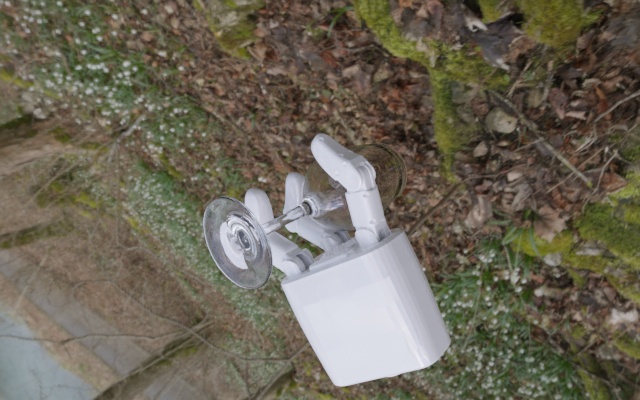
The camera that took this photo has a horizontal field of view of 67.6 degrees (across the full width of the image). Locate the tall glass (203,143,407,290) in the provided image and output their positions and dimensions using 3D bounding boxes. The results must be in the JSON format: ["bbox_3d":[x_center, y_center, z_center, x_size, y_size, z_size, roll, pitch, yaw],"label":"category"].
[{"bbox_3d":[0.000,0.001,0.423,0.079,0.079,0.201,0,19,42],"label":"tall glass"}]
